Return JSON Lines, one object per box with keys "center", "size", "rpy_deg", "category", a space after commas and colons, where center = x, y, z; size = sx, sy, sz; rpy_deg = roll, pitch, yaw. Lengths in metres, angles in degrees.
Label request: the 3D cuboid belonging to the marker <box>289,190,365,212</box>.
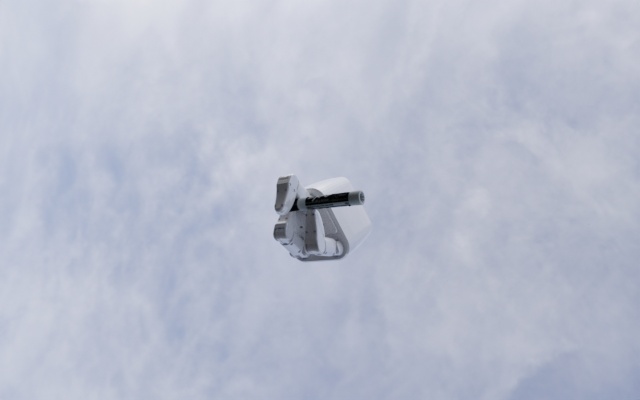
{"center": [0.000, 0.002, 0.631], "size": [0.121, 0.020, 0.020], "rpy_deg": [-7, -3, 29], "category": "marker"}
